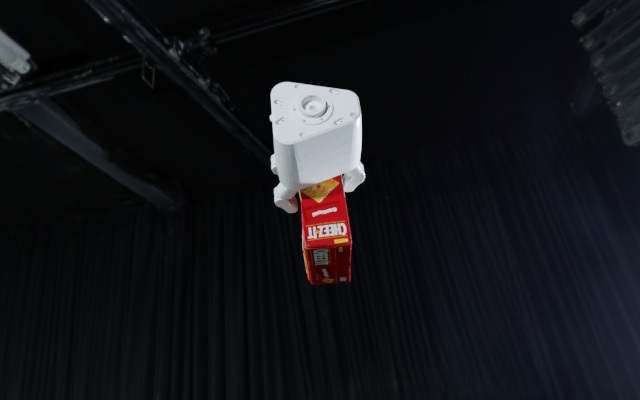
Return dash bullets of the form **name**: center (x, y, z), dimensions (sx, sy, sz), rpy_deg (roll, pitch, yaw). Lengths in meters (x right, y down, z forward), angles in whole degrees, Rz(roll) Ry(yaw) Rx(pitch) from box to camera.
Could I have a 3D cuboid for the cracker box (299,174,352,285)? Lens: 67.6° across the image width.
- **cracker box**: center (0.000, 0.002, 0.733), dimensions (0.072, 0.213, 0.164), rpy_deg (-6, -27, 0)
